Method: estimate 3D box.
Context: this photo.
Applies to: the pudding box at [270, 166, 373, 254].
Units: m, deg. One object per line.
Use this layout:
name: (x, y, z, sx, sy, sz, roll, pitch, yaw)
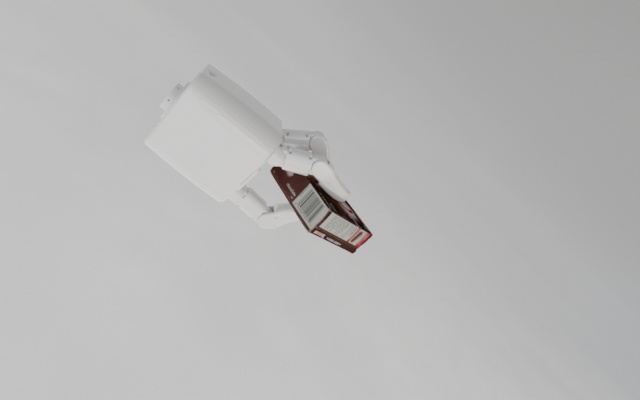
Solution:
pudding box: (0.000, 0.002, 0.558, 0.090, 0.039, 0.113, 29, 21, -47)
